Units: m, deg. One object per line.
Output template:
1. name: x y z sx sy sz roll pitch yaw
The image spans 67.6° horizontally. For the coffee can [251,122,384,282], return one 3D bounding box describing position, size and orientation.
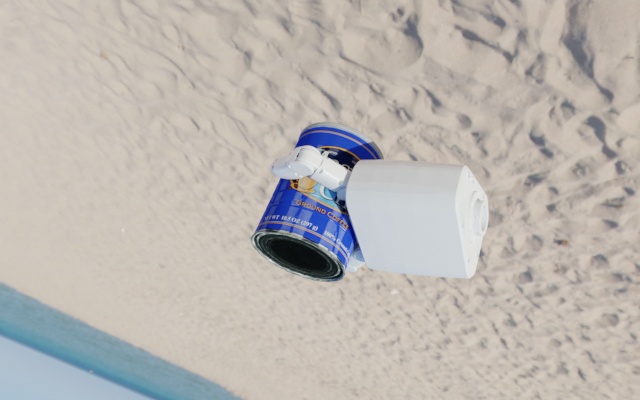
1. coffee can: 0.000 0.002 0.514 0.103 0.140 0.103 18 -28 10
